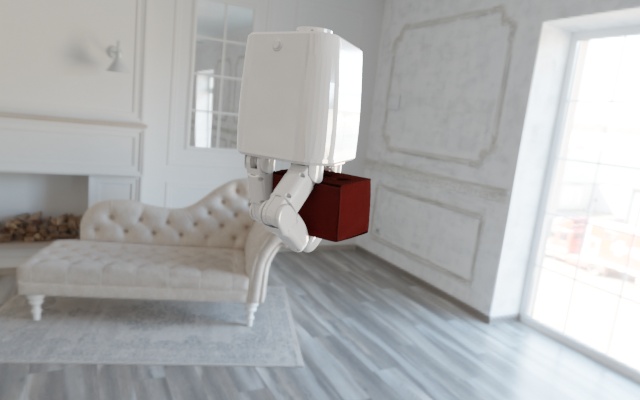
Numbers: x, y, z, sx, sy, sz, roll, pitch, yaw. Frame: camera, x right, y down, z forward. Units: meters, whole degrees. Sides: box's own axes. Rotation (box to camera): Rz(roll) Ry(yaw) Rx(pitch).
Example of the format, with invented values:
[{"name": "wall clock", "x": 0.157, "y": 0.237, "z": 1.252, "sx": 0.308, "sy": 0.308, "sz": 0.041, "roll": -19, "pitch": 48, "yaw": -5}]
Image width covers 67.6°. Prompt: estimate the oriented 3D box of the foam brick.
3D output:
[{"name": "foam brick", "x": 0.000, "y": 0.002, "z": 0.437, "sx": 0.078, "sy": 0.051, "sz": 0.053, "roll": 13, "pitch": 14, "yaw": 34}]
